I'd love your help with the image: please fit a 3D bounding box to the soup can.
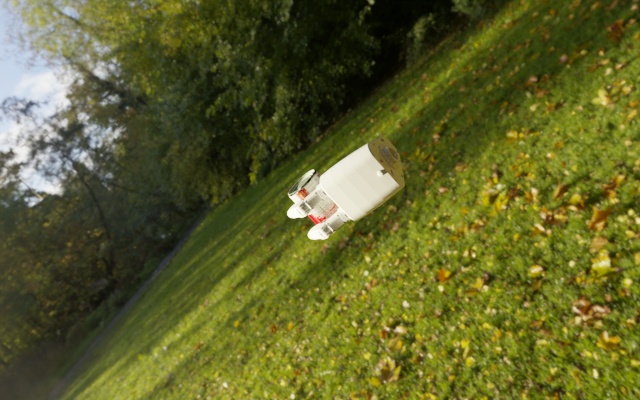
[{"bbox_3d":[0.000,0.003,0.856,0.102,0.068,0.068,46,-14,-14],"label":"soup can"}]
